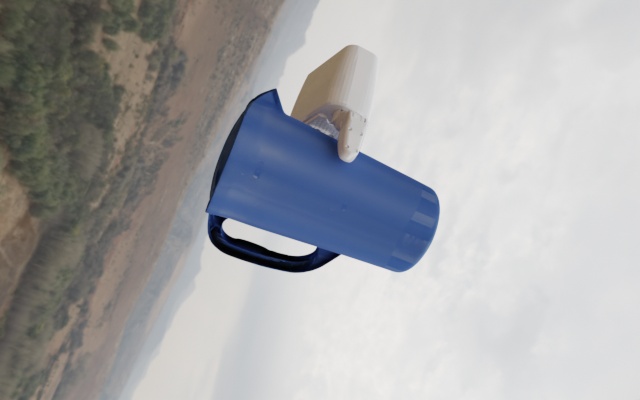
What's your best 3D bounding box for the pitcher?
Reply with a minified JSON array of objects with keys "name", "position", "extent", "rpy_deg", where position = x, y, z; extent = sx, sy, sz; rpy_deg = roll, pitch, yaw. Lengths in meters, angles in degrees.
[{"name":"pitcher","position":[0.000,0.002,0.535],"extent":[0.243,0.145,0.149],"rpy_deg":[22,-33,-13]}]
